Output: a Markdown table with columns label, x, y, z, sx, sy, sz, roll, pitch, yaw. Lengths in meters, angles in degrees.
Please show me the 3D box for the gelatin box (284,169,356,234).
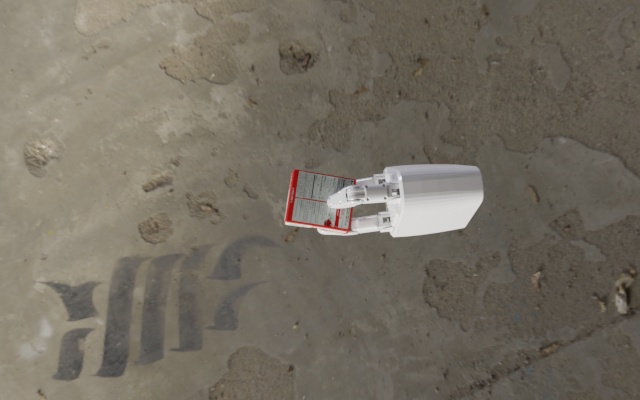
| label | x | y | z | sx | sy | sz | roll | pitch | yaw |
| --- | --- | --- | --- | --- | --- | --- | --- | --- | --- |
| gelatin box | 0.000 | 0.002 | 0.645 | 0.089 | 0.073 | 0.030 | 9 | -11 | -6 |
